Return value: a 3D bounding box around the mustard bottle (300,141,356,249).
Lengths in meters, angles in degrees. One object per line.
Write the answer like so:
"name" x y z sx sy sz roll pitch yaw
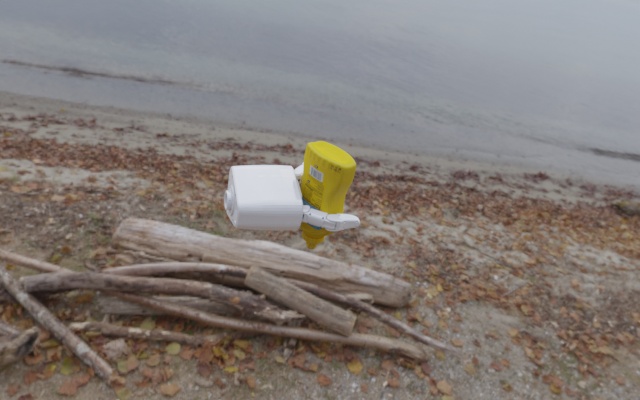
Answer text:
"mustard bottle" 0.000 0.002 0.817 0.058 0.192 0.096 -16 40 -41
